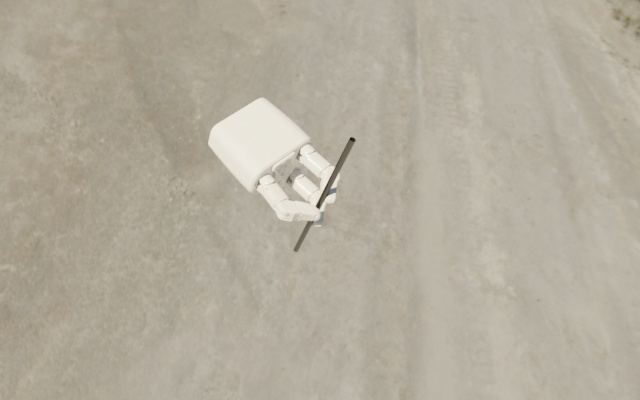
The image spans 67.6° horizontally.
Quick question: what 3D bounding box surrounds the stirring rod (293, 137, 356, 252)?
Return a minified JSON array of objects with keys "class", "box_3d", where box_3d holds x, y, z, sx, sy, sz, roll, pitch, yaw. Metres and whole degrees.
[{"class":"stirring rod","box_3d":[0.000,0.002,0.652,0.011,0.011,0.240,0,-38,-24]}]
